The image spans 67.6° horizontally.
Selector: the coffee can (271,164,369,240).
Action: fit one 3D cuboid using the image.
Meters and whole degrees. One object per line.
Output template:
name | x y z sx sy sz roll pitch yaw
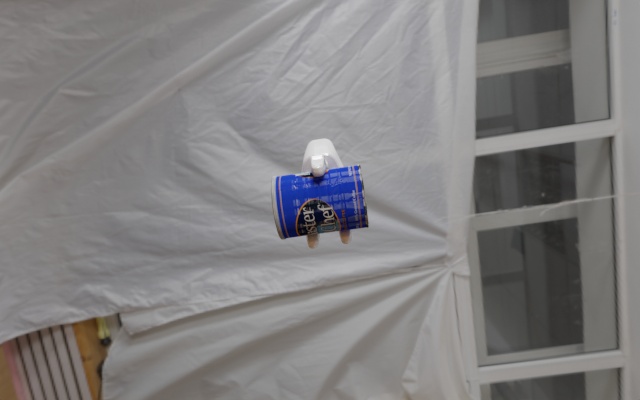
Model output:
coffee can | 0.000 0.003 0.761 0.140 0.103 0.103 -8 -1 3
